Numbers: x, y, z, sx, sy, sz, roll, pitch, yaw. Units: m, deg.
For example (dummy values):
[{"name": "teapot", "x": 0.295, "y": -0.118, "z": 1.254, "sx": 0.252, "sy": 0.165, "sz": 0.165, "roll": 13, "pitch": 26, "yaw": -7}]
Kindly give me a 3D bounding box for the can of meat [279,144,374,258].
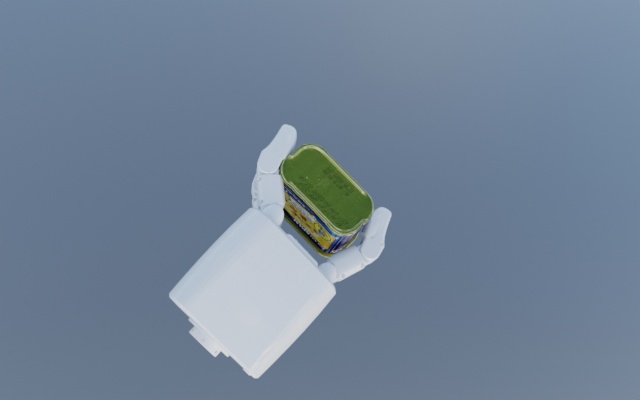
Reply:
[{"name": "can of meat", "x": 0.000, "y": 0.001, "z": 0.481, "sx": 0.057, "sy": 0.102, "sz": 0.084, "roll": -42, "pitch": -8, "yaw": -20}]
